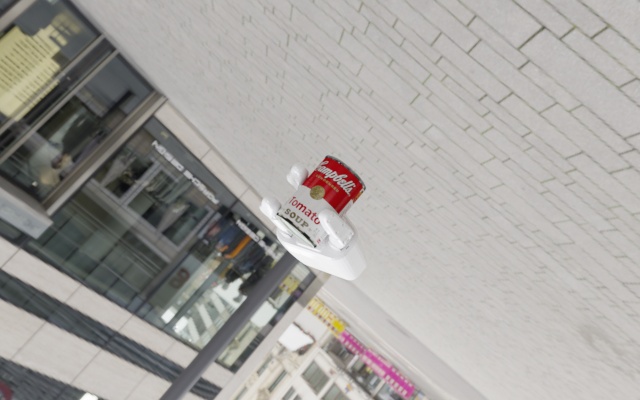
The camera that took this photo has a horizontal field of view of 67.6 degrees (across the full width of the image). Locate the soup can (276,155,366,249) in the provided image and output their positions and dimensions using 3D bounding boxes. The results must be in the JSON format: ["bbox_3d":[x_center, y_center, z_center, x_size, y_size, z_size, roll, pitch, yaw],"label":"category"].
[{"bbox_3d":[0.000,0.002,0.608,0.068,0.102,0.068,39,-11,9],"label":"soup can"}]
